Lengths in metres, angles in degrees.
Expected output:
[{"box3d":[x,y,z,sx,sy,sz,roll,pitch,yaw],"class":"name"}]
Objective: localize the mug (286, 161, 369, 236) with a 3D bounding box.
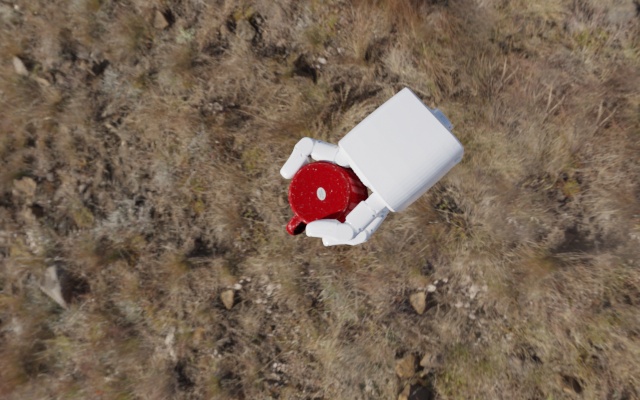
[{"box3d":[-0.001,0.003,0.617,0.117,0.093,0.081,-42,-13,10],"class":"mug"}]
